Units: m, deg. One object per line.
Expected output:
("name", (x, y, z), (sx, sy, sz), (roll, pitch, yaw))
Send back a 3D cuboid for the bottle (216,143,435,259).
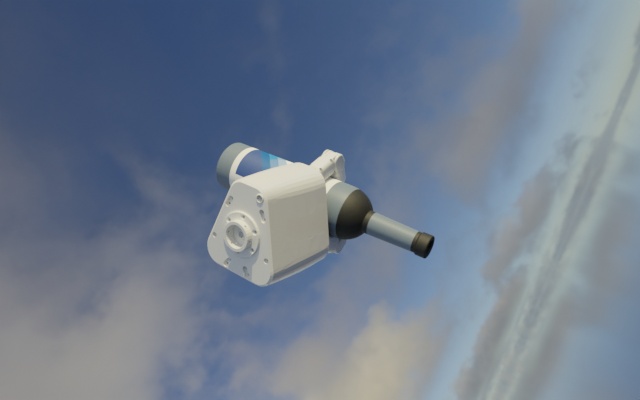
("bottle", (0.000, 0.002, 0.596), (0.295, 0.069, 0.069), (23, 10, 27))
